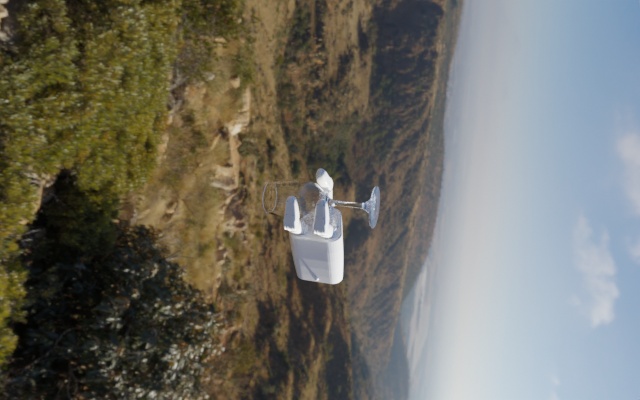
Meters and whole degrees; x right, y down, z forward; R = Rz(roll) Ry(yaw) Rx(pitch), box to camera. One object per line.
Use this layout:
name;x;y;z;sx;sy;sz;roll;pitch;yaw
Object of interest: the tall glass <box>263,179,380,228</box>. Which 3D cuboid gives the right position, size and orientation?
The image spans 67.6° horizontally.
tall glass;0.001;0.003;0.855;0.201;0.079;0.079;6;2;18
